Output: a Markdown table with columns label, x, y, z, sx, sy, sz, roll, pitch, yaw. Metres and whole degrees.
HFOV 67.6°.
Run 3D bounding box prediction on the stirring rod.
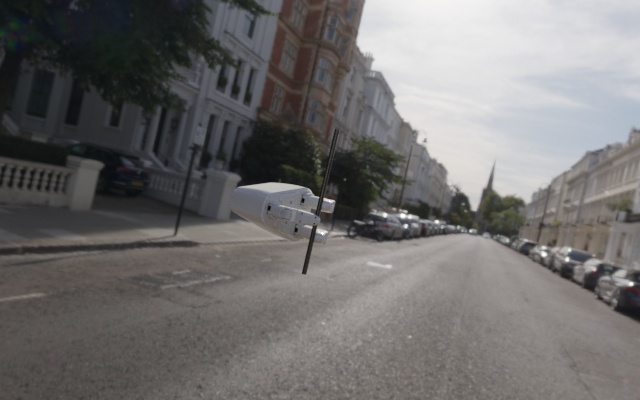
| label | x | y | z | sx | sy | sz | roll | pitch | yaw |
| --- | --- | --- | --- | --- | --- | --- | --- | --- | --- |
| stirring rod | 0.000 | 0.003 | 0.776 | 0.011 | 0.239 | 0.011 | 13 | 0 | 0 |
